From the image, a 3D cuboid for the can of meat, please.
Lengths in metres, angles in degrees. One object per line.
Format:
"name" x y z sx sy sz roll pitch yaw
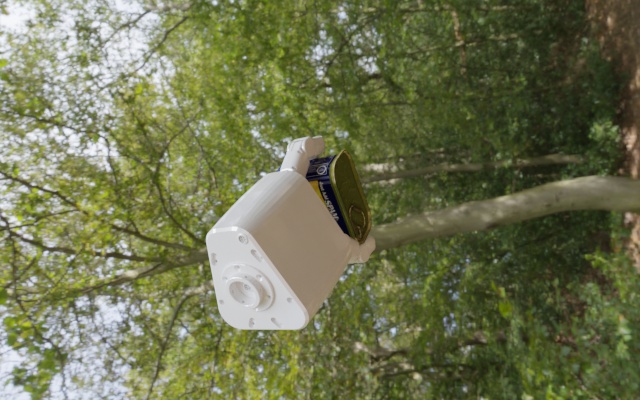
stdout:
"can of meat" 0.000 0.002 0.534 0.084 0.102 0.057 -8 28 27
